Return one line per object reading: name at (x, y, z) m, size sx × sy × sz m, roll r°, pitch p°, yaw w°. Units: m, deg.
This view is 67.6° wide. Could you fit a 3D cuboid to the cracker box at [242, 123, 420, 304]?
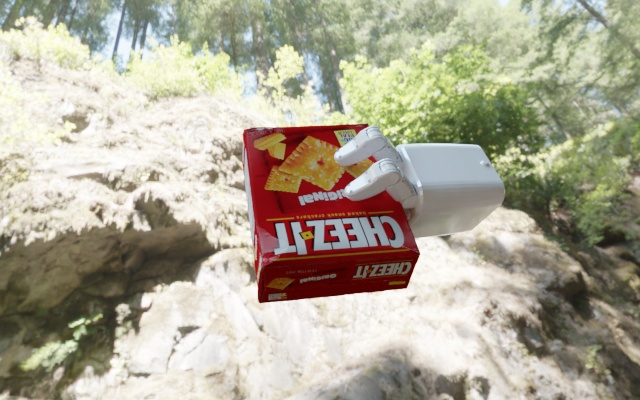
cracker box at (0.000, 0.002, 0.548) m, size 0.164 × 0.213 × 0.072 m, roll -4°, pitch -43°, yaw -12°
